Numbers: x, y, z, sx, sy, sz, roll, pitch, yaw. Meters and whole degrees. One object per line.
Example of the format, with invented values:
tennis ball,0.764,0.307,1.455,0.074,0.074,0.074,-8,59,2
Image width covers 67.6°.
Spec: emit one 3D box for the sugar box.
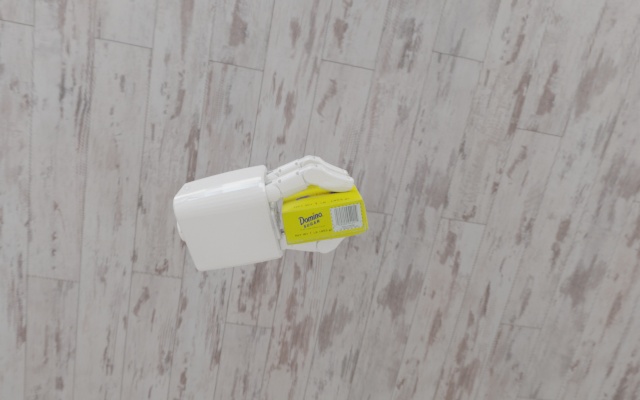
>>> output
sugar box,0.000,0.002,0.605,0.093,0.048,0.176,-9,17,-2
